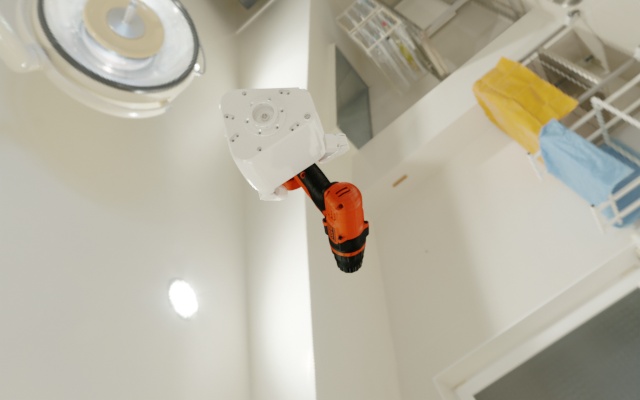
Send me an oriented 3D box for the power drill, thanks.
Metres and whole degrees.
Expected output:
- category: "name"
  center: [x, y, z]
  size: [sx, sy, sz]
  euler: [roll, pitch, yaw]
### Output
- category: "power drill"
  center: [0.000, 0.002, 0.690]
  size: [0.057, 0.185, 0.187]
  euler: [-31, 55, -18]
